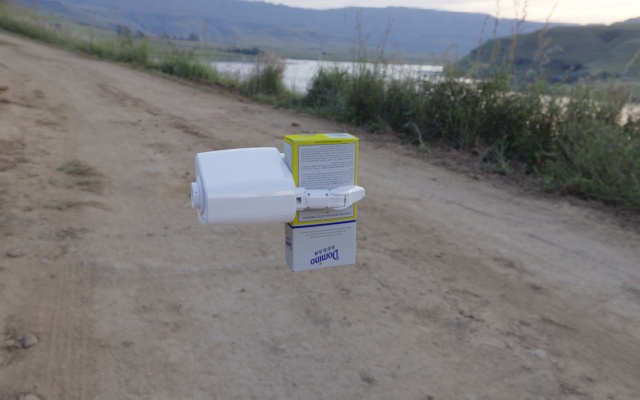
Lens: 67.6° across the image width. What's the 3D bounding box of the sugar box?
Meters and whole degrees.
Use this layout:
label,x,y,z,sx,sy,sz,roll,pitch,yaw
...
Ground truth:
label,x,y,z,sx,sy,sz,roll,pitch,yaw
sugar box,0.000,0.002,0.635,0.093,0.176,0.048,-4,19,-20
